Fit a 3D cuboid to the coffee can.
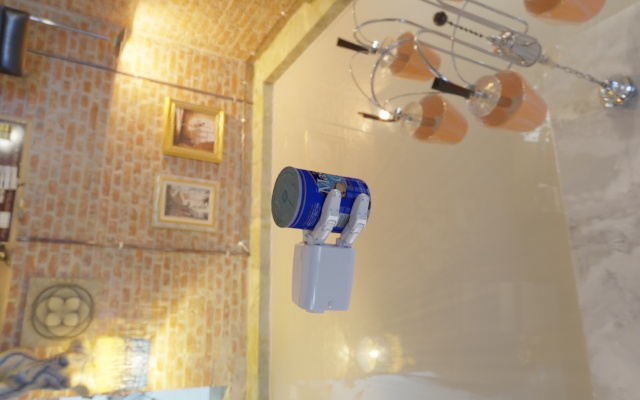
[{"bbox_3d":[0.000,0.002,0.816,0.140,0.103,0.103,8,-4,-29],"label":"coffee can"}]
